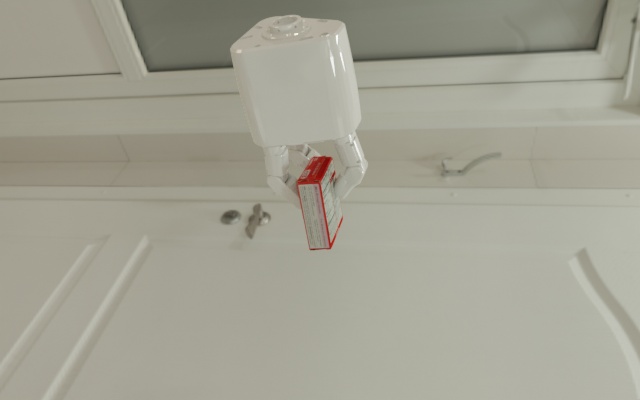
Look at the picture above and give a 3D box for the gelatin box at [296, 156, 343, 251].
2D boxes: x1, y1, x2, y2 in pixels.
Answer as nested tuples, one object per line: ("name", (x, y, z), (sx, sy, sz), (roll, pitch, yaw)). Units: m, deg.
("gelatin box", (0.001, 0.002, 0.557), (0.030, 0.089, 0.073), (-4, 25, 16))
